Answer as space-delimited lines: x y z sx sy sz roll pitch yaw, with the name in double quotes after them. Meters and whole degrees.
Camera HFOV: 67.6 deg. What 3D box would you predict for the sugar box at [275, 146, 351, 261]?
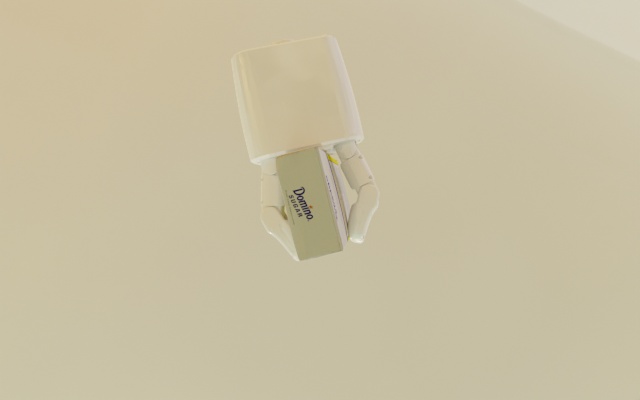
0.000 0.002 0.482 0.048 0.093 0.176 -14 -1 9 "sugar box"
